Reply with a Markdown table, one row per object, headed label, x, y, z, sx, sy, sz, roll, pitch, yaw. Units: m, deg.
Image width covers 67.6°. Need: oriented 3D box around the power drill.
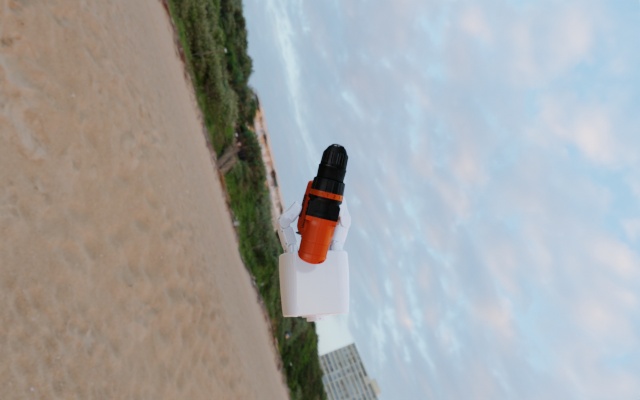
| label | x | y | z | sx | sy | sz | roll | pitch | yaw |
| --- | --- | --- | --- | --- | --- | --- | --- | --- | --- |
| power drill | 0.000 | 0.003 | 0.788 | 0.057 | 0.184 | 0.187 | 15 | 1 | -3 |
